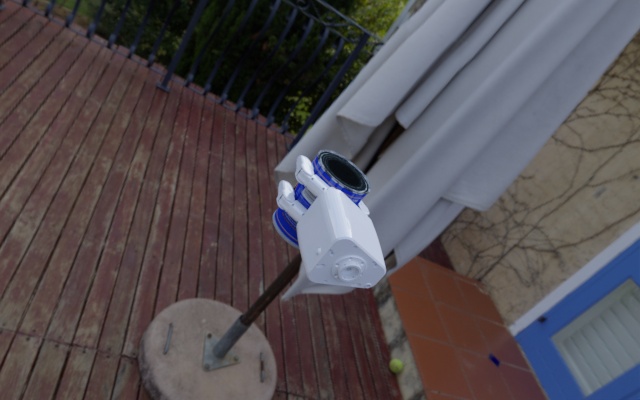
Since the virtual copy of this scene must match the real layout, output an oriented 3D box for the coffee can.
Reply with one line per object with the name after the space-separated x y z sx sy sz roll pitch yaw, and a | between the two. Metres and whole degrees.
0.000 0.003 0.786 0.103 0.140 0.102 29 27 -17 | coffee can
